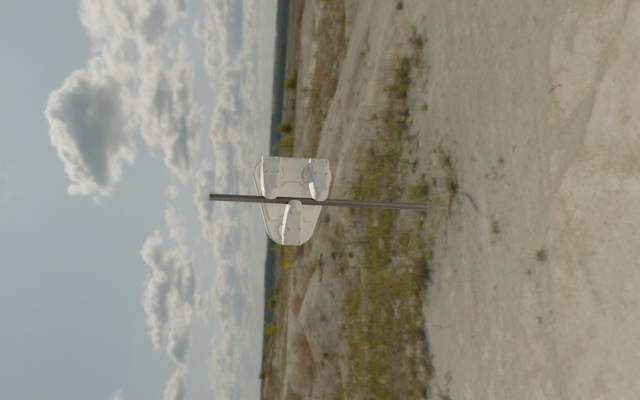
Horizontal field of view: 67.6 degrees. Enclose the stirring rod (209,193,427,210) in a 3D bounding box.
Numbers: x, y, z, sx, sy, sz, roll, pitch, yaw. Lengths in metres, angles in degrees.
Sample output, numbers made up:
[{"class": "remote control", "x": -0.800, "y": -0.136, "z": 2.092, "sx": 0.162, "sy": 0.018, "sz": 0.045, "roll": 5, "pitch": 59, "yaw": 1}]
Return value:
[{"class": "stirring rod", "x": 0.000, "y": 0.002, "z": 0.527, "sx": 0.239, "sy": 0.011, "sz": 0.011, "roll": 3, "pitch": 0, "yaw": -6}]
